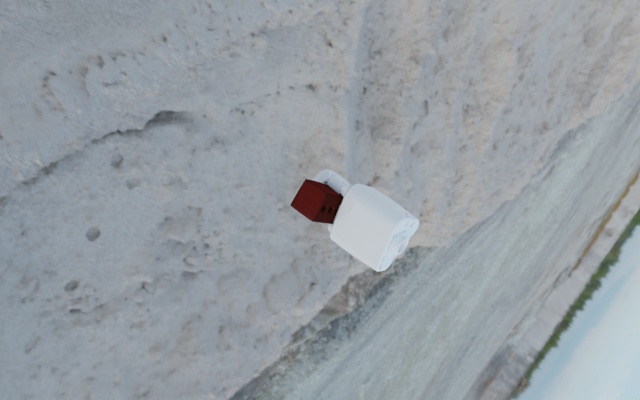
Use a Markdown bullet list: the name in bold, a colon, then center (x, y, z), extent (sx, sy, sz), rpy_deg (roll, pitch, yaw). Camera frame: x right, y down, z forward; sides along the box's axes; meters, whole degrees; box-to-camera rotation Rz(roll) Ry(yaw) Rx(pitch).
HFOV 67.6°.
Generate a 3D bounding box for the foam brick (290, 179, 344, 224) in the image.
- **foam brick**: center (0.000, 0.003, 0.794), extent (0.051, 0.053, 0.078), rpy_deg (36, 14, 29)
